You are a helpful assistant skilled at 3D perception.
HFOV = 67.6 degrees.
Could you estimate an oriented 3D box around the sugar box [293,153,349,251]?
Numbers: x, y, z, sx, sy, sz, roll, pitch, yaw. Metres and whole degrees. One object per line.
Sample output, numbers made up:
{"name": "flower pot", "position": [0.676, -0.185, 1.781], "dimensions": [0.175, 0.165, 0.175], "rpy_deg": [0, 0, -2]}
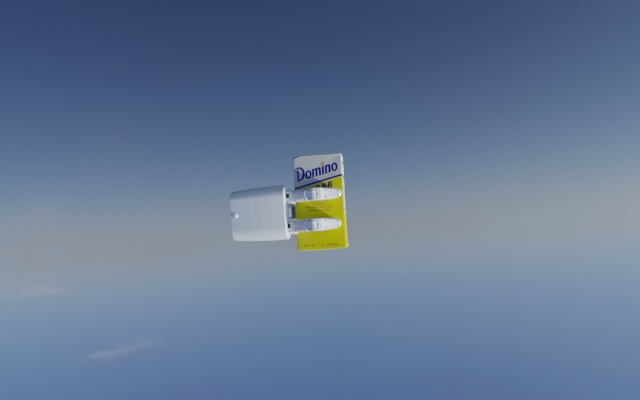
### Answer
{"name": "sugar box", "position": [0.000, 0.003, 0.890], "dimensions": [0.093, 0.176, 0.048], "rpy_deg": [-5, -4, 7]}
